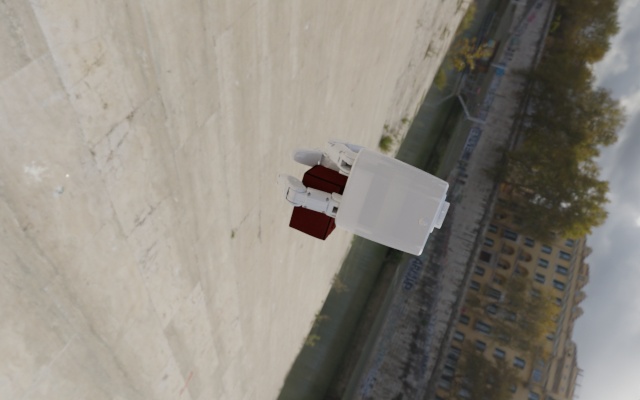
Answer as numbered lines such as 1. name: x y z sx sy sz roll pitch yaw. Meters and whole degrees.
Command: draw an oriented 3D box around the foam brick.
1. foam brick: 0.000 0.002 0.606 0.051 0.078 0.053 22 22 10
